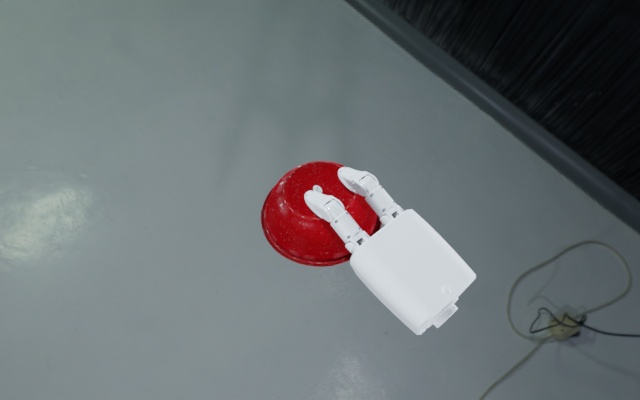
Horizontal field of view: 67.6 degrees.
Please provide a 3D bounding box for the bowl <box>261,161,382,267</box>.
[{"bbox_3d":[-0.001,0.001,0.615,0.162,0.162,0.055,0,-37,3],"label":"bowl"}]
